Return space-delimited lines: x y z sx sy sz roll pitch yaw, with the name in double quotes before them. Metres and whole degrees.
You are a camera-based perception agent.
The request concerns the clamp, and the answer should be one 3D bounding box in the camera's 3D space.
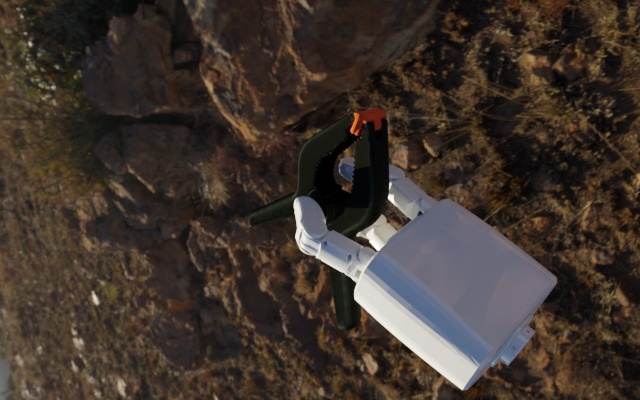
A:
"clamp" 0.000 0.001 0.442 0.164 0.210 0.036 38 40 28
